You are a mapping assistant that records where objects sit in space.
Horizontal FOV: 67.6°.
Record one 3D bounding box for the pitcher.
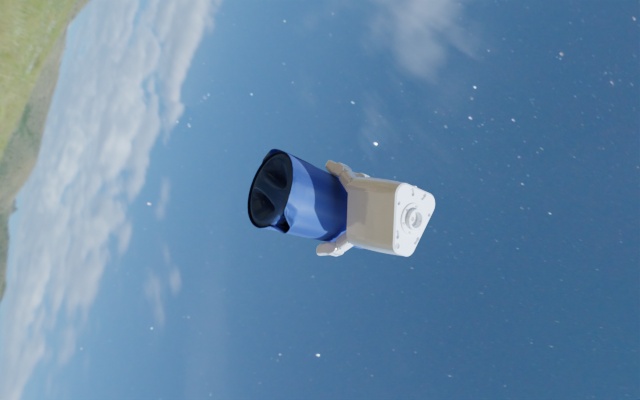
[{"bbox_3d":[0.000,0.003,0.860,0.243,0.149,0.145,19,-8,-36],"label":"pitcher"}]
